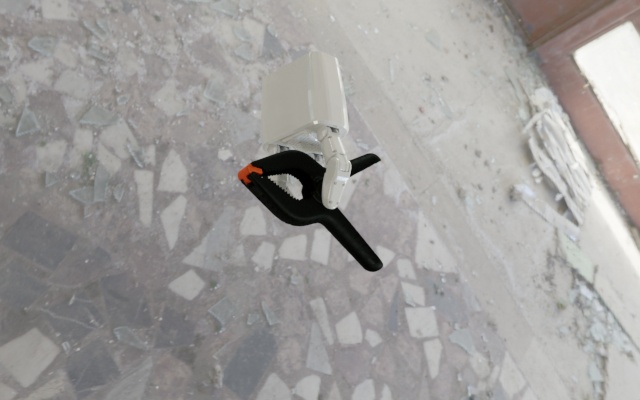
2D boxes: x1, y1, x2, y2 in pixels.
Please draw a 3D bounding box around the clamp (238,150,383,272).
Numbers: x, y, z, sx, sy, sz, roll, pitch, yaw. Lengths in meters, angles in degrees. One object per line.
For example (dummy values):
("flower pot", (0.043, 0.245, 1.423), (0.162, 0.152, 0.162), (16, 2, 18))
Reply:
("clamp", (0.000, 0.001, 0.583), (0.210, 0.164, 0.036), (9, -23, -35))
